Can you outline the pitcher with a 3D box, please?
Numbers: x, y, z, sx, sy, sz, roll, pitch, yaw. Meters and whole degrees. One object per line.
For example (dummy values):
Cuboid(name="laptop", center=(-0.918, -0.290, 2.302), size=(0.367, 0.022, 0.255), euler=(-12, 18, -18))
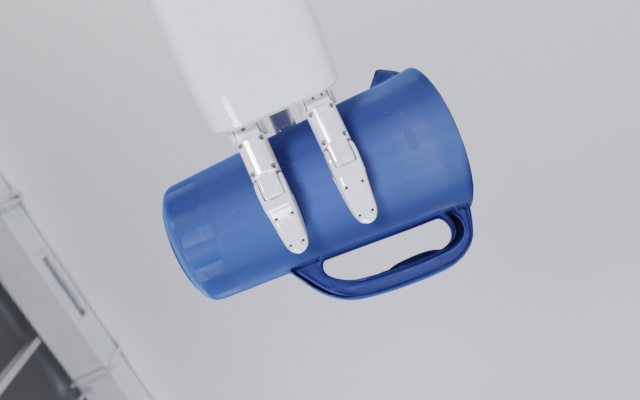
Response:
Cuboid(name="pitcher", center=(0.000, 0.001, 0.413), size=(0.243, 0.145, 0.149), euler=(-24, 29, -1))
